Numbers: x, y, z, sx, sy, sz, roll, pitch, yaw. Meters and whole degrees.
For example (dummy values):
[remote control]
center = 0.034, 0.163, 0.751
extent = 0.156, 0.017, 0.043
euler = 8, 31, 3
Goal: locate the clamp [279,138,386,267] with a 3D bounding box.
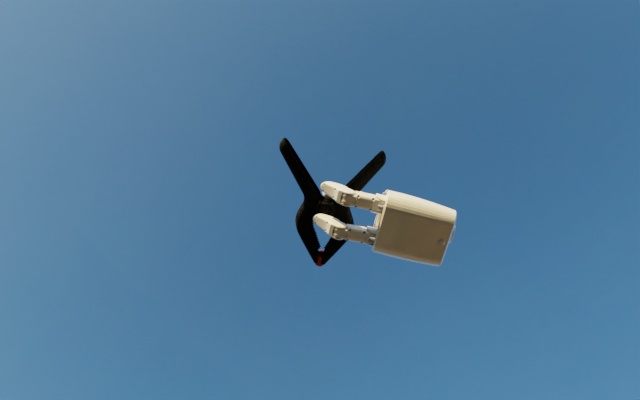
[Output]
[clamp]
center = 0.000, 0.003, 0.761
extent = 0.164, 0.210, 0.036
euler = 15, 20, 6
